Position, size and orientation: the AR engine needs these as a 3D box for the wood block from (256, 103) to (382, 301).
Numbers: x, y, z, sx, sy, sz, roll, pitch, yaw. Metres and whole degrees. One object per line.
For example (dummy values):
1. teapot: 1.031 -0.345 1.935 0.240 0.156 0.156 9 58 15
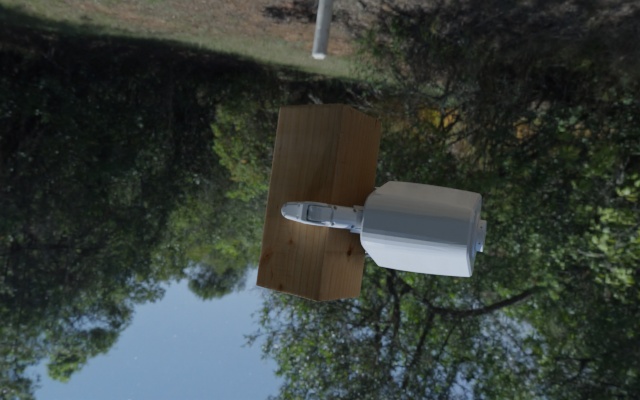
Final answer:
1. wood block: 0.000 0.002 0.549 0.090 0.206 0.091 6 -2 36
